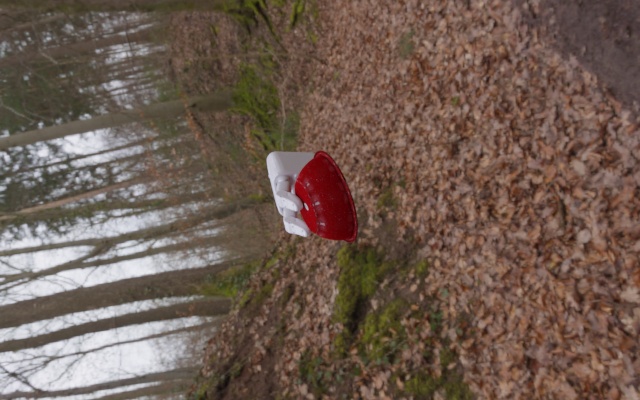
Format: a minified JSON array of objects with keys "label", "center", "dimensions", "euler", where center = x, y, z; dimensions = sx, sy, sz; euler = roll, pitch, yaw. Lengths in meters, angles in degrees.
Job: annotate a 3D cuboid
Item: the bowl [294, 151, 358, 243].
[{"label":"bowl","center":[0.000,0.003,0.783],"dimensions":[0.055,0.162,0.162],"euler":[-20,6,-17]}]
